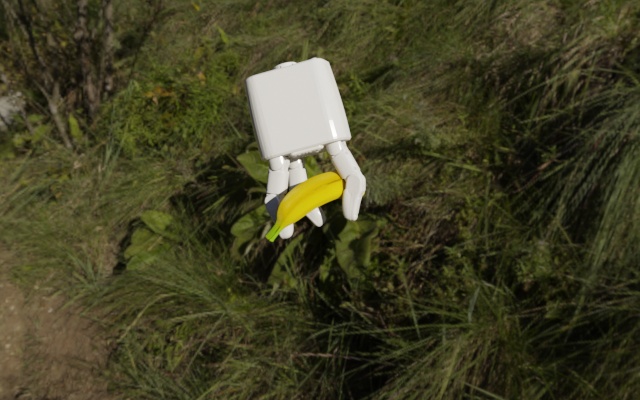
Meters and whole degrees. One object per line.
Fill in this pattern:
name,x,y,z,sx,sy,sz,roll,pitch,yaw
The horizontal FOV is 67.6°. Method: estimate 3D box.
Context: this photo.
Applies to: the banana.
banana,0.007,-0.008,0.620,0.197,0.037,0.070,-23,-23,-46
